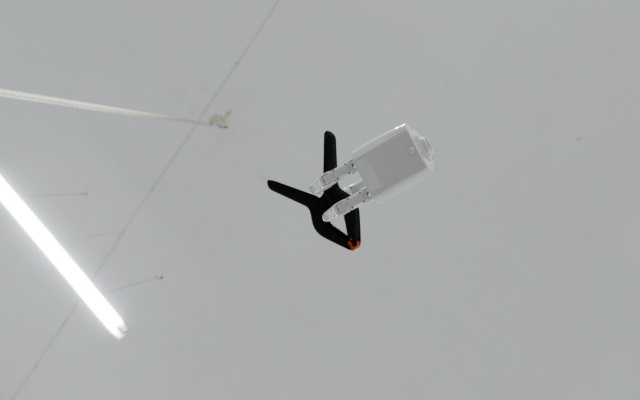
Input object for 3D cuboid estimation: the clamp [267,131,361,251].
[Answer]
[{"bbox_3d":[0.001,0.003,0.869,0.164,0.210,0.036,-30,-8,26],"label":"clamp"}]
